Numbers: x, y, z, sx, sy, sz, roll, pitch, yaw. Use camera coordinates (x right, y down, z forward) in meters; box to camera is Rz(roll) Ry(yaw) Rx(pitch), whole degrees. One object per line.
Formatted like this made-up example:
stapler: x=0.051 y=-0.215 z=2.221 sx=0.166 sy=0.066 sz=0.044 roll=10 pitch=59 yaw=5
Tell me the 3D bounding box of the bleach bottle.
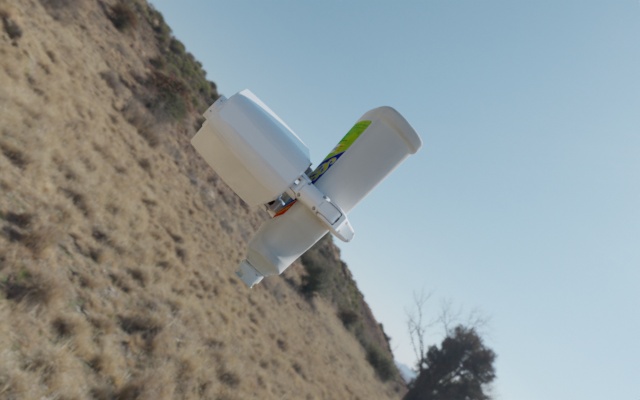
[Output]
bleach bottle: x=0.000 y=0.002 z=0.552 sx=0.068 sy=0.251 sz=0.102 roll=46 pitch=-8 yaw=-14
